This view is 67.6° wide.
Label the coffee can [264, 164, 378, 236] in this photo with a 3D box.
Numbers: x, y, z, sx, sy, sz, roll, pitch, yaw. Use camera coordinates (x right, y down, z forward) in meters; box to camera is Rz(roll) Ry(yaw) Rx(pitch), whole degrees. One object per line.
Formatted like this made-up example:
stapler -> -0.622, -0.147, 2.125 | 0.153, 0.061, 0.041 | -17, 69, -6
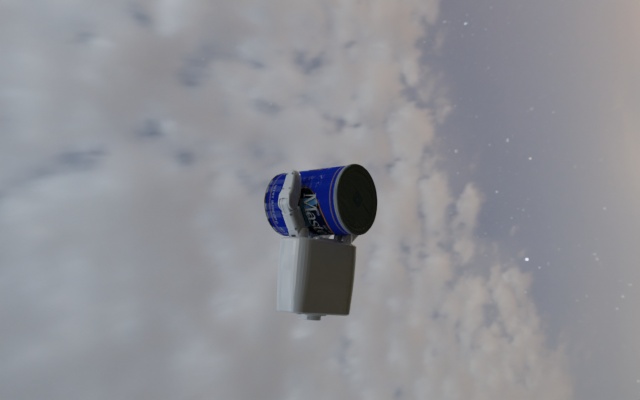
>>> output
coffee can -> 0.000, 0.002, 0.724 | 0.140, 0.103, 0.103 | -4, -3, 39
